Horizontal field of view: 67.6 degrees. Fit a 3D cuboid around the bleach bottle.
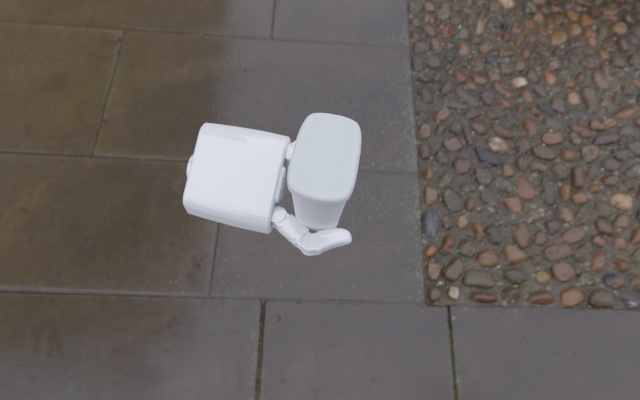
[{"bbox_3d":[0.000,0.002,0.585,0.068,0.102,0.251,12,-23,2],"label":"bleach bottle"}]
